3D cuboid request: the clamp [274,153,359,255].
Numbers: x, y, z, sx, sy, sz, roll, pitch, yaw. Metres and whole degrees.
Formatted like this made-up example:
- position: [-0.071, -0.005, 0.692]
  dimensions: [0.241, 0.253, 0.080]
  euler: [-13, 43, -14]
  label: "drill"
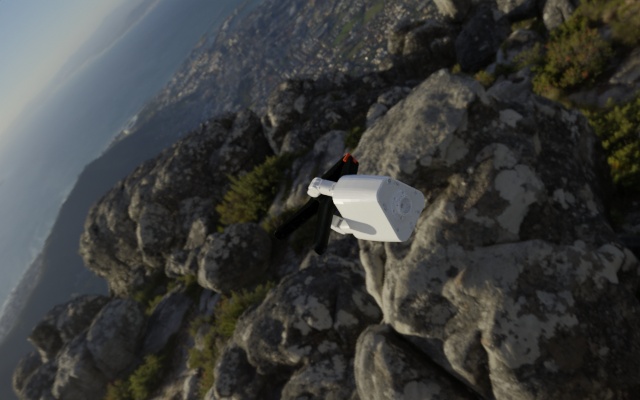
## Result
- position: [0.000, 0.002, 0.892]
  dimensions: [0.036, 0.210, 0.164]
  euler: [42, -23, -30]
  label: "clamp"
